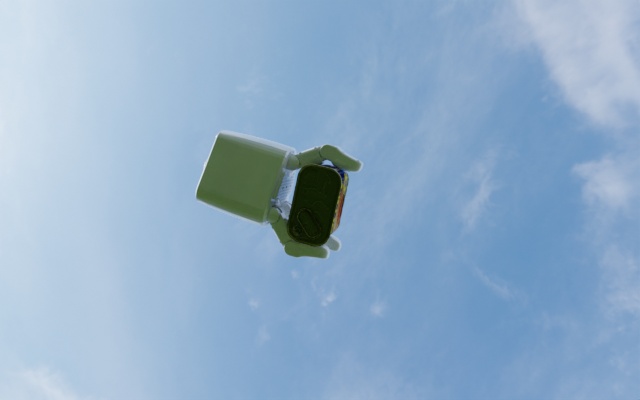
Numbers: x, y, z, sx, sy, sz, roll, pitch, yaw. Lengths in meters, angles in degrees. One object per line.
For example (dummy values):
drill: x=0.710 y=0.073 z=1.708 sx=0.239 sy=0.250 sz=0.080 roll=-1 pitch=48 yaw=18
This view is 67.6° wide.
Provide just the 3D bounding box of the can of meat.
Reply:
can of meat: x=0.000 y=0.002 z=0.634 sx=0.057 sy=0.102 sz=0.084 roll=14 pitch=9 yaw=10
